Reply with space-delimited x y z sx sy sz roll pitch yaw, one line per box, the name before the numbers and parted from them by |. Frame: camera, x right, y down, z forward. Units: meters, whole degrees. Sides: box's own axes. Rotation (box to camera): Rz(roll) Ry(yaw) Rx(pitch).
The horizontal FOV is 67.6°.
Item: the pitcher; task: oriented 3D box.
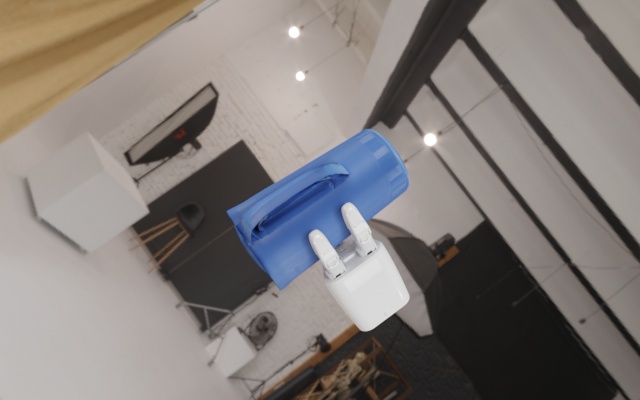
pitcher | 0.000 0.002 0.665 0.243 0.145 0.149 -35 23 -8
